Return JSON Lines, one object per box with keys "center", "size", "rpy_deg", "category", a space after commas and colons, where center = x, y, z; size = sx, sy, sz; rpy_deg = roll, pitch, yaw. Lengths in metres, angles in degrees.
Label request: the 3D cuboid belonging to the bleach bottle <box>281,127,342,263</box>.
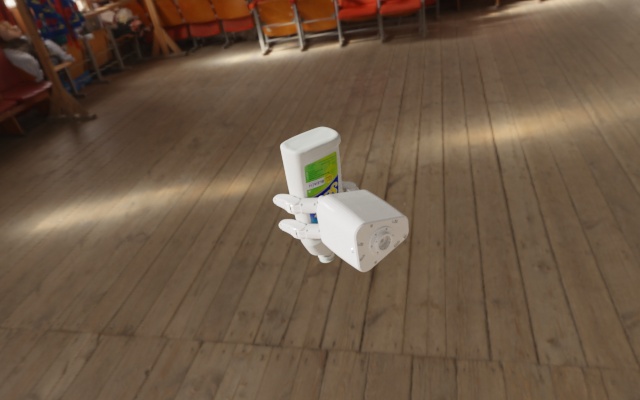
{"center": [0.000, 0.003, 0.857], "size": [0.102, 0.251, 0.068], "rpy_deg": [-25, 35, -22], "category": "bleach bottle"}
